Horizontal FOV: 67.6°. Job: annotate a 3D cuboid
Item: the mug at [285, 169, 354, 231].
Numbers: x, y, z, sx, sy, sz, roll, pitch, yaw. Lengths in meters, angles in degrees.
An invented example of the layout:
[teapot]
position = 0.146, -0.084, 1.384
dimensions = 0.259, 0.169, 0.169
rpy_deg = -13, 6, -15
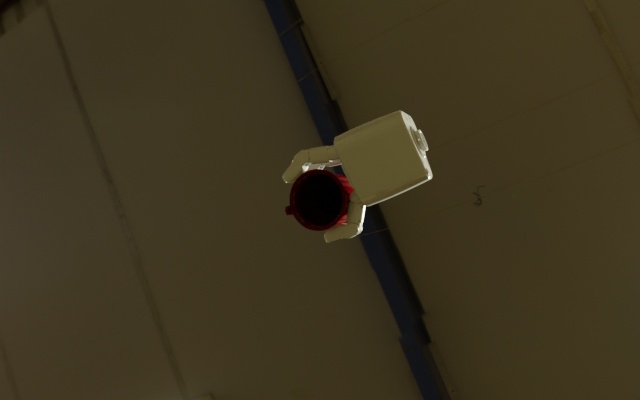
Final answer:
[mug]
position = -0.001, 0.003, 0.754
dimensions = 0.117, 0.093, 0.081
rpy_deg = -21, -7, 22
